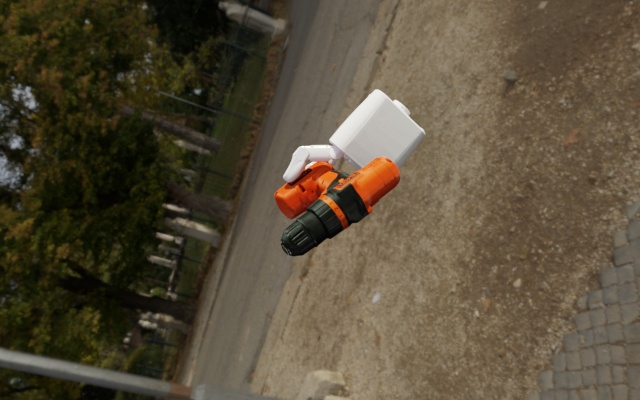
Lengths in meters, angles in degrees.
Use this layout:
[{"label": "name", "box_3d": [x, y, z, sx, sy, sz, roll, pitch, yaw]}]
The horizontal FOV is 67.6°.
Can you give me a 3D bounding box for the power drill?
[{"label": "power drill", "box_3d": [0.000, 0.002, 0.673, 0.184, 0.057, 0.187, -35, 19, -16]}]
